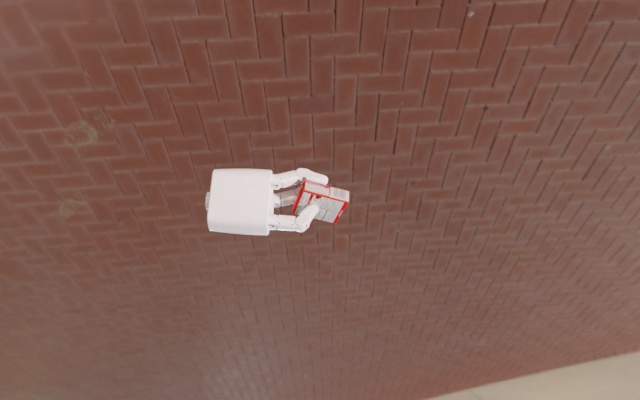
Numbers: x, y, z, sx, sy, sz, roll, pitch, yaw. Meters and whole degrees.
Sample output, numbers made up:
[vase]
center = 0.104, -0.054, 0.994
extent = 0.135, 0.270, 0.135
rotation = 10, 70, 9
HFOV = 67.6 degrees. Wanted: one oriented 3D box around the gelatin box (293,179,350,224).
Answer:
[gelatin box]
center = 0.000, 0.003, 0.878
extent = 0.089, 0.030, 0.073
rotation = 14, -40, -10
